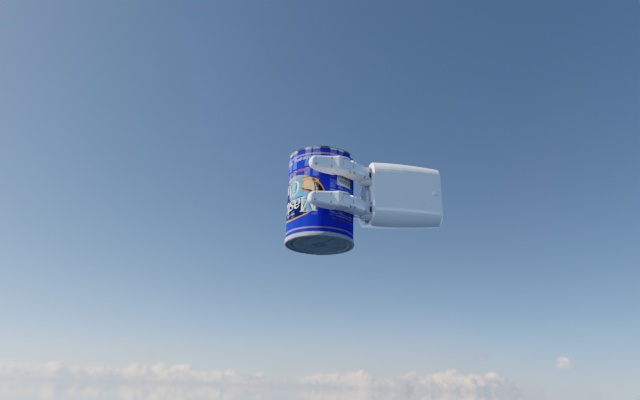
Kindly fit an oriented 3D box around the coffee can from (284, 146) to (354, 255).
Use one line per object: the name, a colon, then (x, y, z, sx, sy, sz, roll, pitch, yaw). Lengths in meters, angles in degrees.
coffee can: (0.000, 0.003, 0.727, 0.103, 0.140, 0.103, 1, -21, 1)
